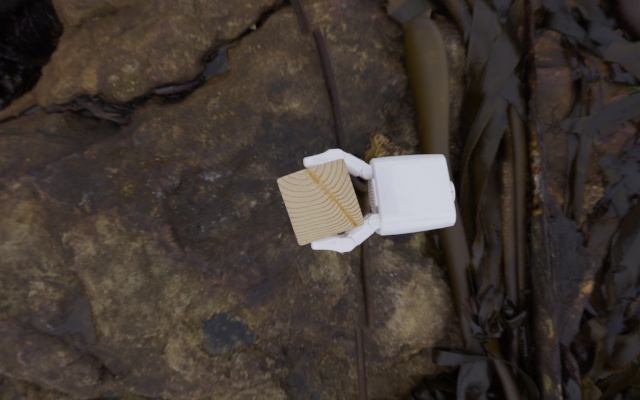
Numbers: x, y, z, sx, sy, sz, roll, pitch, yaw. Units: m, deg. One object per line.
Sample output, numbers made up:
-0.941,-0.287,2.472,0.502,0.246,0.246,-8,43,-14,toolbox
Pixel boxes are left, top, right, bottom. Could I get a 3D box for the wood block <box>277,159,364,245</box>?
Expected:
0.000,0.002,0.697,0.090,0.091,0.206,-18,-1,0,wood block
